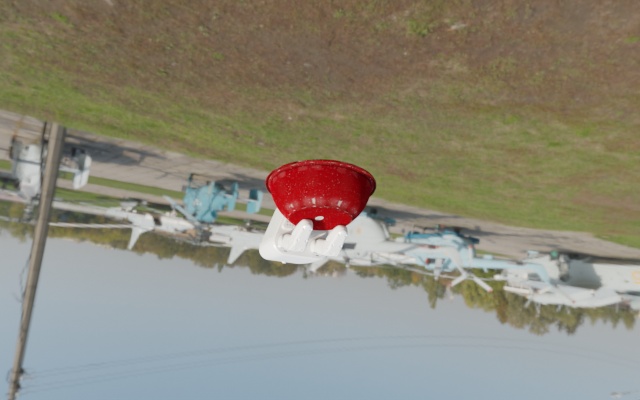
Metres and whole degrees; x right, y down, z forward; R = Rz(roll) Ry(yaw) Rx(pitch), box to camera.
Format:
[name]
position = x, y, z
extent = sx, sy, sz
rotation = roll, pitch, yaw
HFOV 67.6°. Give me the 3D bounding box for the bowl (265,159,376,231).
[bowl]
position = 0.000, 0.002, 0.684
extent = 0.162, 0.055, 0.162
rotation = 1, -24, 0
